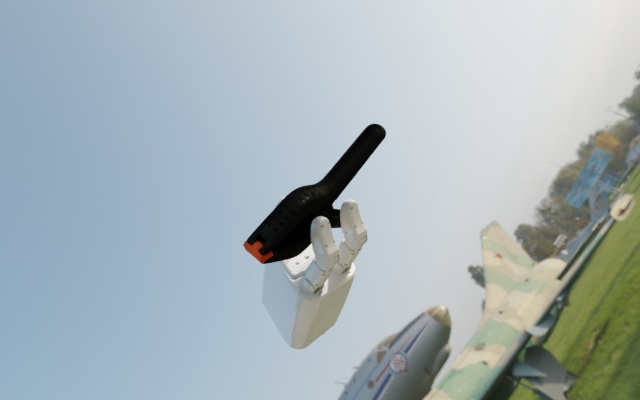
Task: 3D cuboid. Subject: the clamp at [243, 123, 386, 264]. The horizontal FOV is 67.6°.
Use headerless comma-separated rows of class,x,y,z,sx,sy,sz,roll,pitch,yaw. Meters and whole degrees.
clamp,-0.001,0.002,0.555,0.036,0.165,0.210,35,41,25
